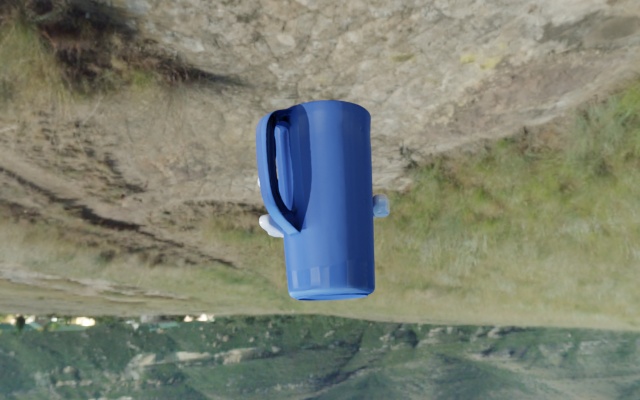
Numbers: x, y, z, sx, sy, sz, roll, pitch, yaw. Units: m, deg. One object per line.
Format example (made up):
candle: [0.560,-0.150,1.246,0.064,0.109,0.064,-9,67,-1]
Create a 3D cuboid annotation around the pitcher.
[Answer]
pitcher: [0.000,0.002,0.613,0.149,0.242,0.145,-3,-15,-1]
